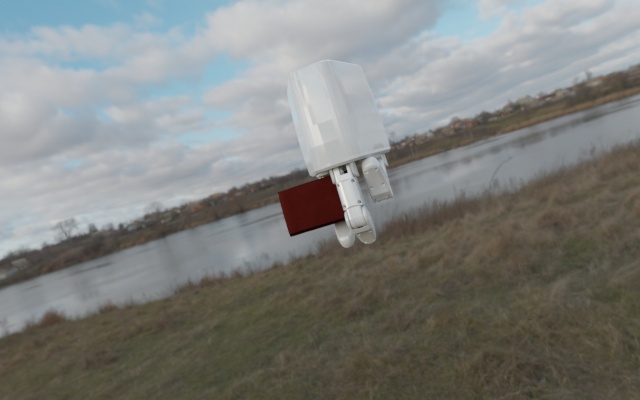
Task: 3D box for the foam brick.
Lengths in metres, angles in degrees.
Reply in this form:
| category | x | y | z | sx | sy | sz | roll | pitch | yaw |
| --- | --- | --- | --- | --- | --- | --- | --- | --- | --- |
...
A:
| category | x | y | z | sx | sy | sz | roll | pitch | yaw |
| --- | --- | --- | --- | --- | --- | --- | --- | --- | --- |
| foam brick | 0.000 | 0.002 | 0.533 | 0.078 | 0.051 | 0.053 | -18 | 3 | 12 |
